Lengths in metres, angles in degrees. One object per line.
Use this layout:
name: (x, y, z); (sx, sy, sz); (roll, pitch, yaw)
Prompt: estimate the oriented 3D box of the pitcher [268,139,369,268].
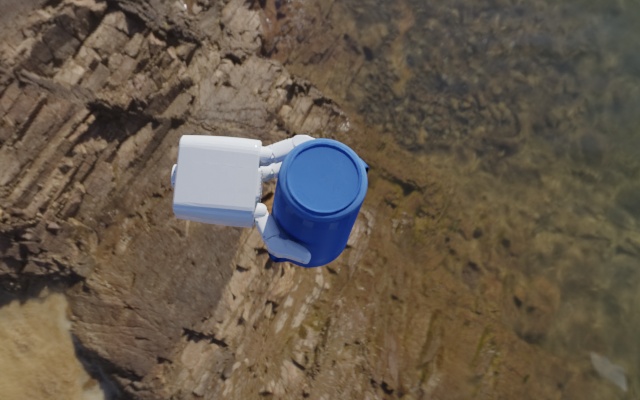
pitcher: (0.000, 0.002, 0.675); (0.145, 0.149, 0.243); (5, -18, -4)
